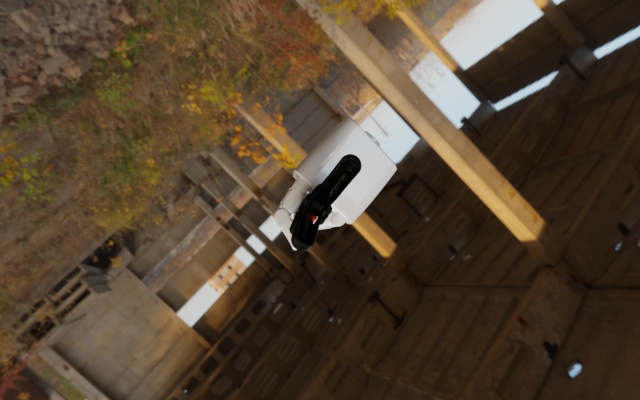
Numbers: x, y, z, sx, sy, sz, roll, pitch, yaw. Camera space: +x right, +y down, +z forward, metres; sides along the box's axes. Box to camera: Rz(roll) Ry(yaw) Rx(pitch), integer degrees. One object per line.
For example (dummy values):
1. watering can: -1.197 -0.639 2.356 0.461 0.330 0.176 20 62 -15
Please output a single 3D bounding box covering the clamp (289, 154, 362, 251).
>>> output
1. clamp: 0.000 0.002 0.578 0.039 0.120 0.171 40 -4 -7
